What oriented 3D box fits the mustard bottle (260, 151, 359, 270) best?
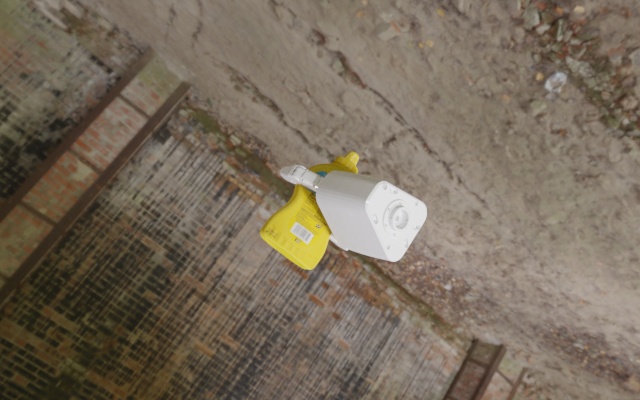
[{"bbox_3d":[0.000,0.003,0.725,0.096,0.191,0.058,38,-15,-9],"label":"mustard bottle"}]
